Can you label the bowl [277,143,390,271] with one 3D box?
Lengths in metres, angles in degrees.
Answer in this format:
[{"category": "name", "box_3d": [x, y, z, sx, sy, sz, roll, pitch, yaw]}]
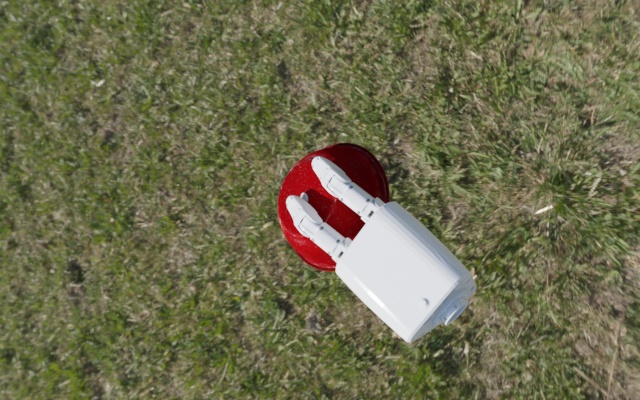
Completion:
[{"category": "bowl", "box_3d": [-0.001, 0.001, 0.571, 0.162, 0.162, 0.055, 0, -11, 41]}]
